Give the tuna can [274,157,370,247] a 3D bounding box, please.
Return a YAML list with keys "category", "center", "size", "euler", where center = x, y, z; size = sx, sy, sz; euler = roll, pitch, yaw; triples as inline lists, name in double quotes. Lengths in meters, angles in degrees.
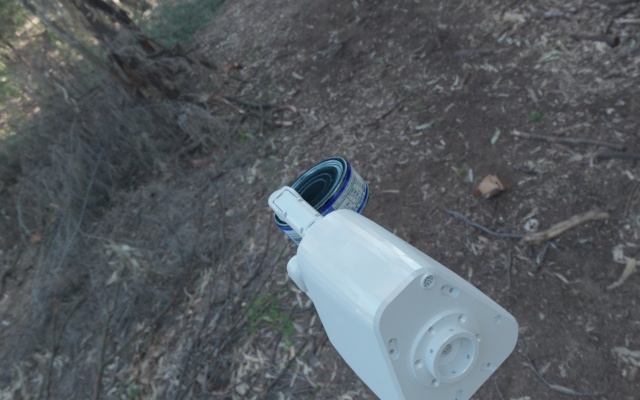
- category: "tuna can"
  center: [0.000, 0.001, 0.429]
  size: [0.034, 0.086, 0.086]
  euler: [47, -24, -25]
